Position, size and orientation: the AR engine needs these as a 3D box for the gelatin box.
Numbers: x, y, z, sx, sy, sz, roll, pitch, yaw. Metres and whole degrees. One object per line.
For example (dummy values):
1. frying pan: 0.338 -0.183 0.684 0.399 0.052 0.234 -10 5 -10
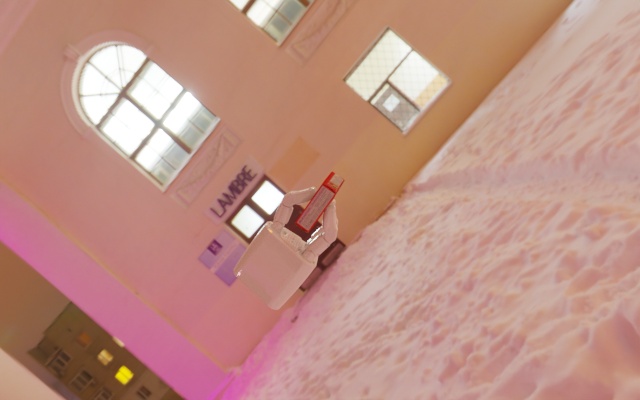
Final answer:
1. gelatin box: 0.000 0.002 0.790 0.030 0.089 0.073 35 23 1
